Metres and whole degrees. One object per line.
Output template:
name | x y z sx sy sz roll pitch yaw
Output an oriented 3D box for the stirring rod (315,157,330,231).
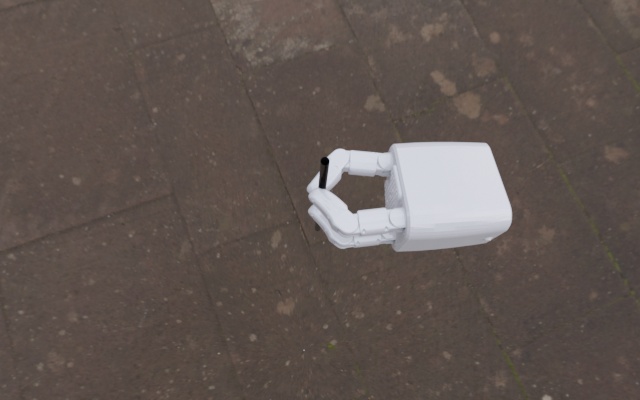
stirring rod | 0.000 0.002 0.530 0.011 0.011 0.240 0 -17 -2
